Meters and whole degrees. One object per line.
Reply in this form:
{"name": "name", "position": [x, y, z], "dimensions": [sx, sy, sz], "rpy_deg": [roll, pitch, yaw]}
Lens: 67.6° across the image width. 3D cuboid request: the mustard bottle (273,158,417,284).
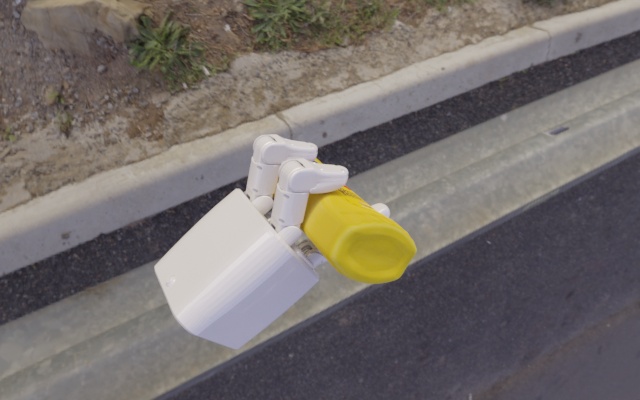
{"name": "mustard bottle", "position": [0.000, 0.001, 0.457], "dimensions": [0.096, 0.058, 0.191], "rpy_deg": [19, 16, -40]}
